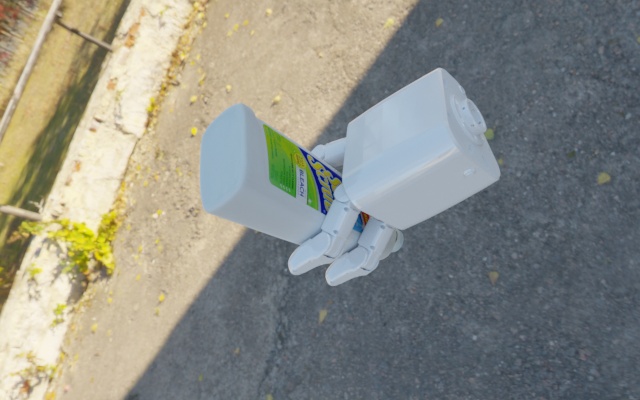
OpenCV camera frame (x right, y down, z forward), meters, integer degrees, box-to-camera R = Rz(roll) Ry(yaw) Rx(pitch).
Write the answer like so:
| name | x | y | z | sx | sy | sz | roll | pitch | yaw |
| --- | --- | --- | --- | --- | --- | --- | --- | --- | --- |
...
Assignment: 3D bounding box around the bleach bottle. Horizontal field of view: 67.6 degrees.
| name | x | y | z | sx | sy | sz | roll | pitch | yaw |
| --- | --- | --- | --- | --- | --- | --- | --- | --- | --- |
| bleach bottle | 0.000 | 0.002 | 0.488 | 0.068 | 0.102 | 0.251 | -31 | -38 | 33 |
